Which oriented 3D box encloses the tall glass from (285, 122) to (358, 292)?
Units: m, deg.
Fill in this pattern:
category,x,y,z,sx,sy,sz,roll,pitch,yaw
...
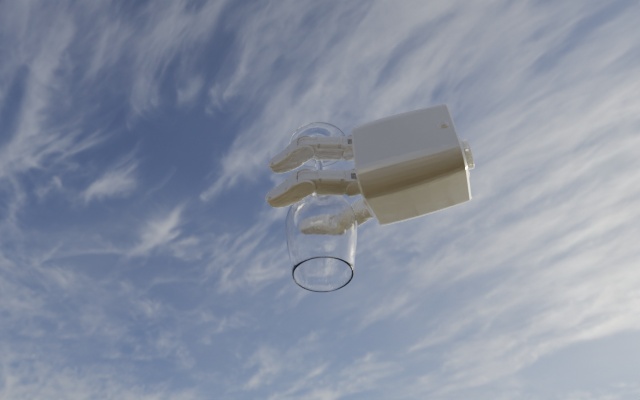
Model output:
category,x,y,z,sx,sy,sz,roll,pitch,yaw
tall glass,0.000,0.001,0.540,0.079,0.200,0.079,-1,-43,-1
